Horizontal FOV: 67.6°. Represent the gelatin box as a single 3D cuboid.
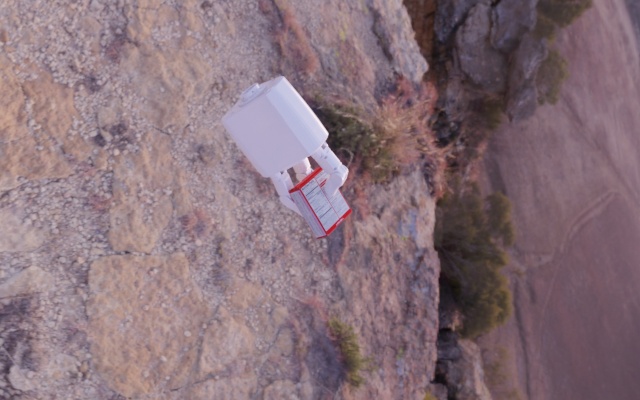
[{"bbox_3d":[0.001,0.003,0.739,0.030,0.089,0.073,-20,16,45],"label":"gelatin box"}]
